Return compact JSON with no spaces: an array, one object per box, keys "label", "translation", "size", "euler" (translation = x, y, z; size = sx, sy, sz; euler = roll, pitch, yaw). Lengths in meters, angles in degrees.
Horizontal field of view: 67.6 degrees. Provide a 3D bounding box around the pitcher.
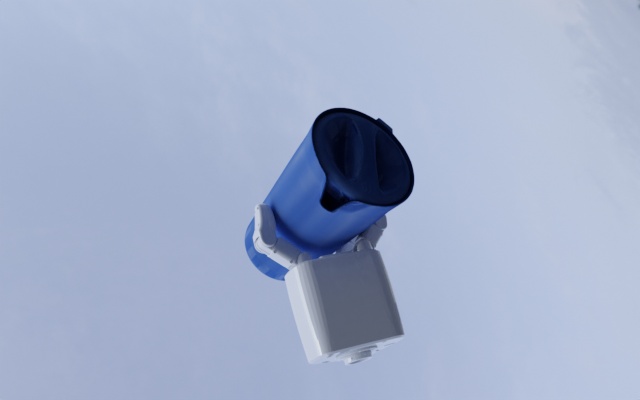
[{"label":"pitcher","translation":[0.000,0.002,0.610],"size":[0.149,0.145,0.243],"euler":[1,-31,-33]}]
